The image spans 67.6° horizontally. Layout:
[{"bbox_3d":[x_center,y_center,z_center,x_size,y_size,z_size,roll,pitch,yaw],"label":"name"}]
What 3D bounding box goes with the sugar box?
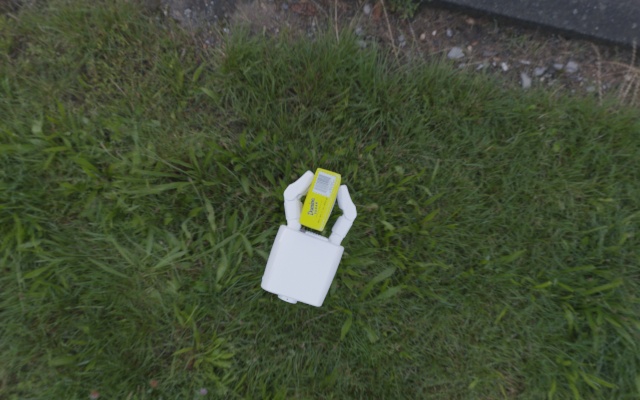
[{"bbox_3d":[0.000,0.003,0.816,0.048,0.093,0.176,20,-3,-1],"label":"sugar box"}]
